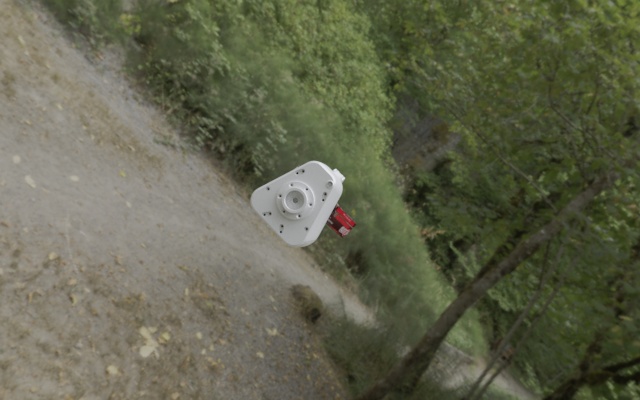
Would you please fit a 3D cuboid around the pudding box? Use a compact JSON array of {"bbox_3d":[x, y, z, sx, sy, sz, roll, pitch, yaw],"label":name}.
[{"bbox_3d":[0.000,0.002,0.788,0.113,0.039,0.090,48,1,33],"label":"pudding box"}]
